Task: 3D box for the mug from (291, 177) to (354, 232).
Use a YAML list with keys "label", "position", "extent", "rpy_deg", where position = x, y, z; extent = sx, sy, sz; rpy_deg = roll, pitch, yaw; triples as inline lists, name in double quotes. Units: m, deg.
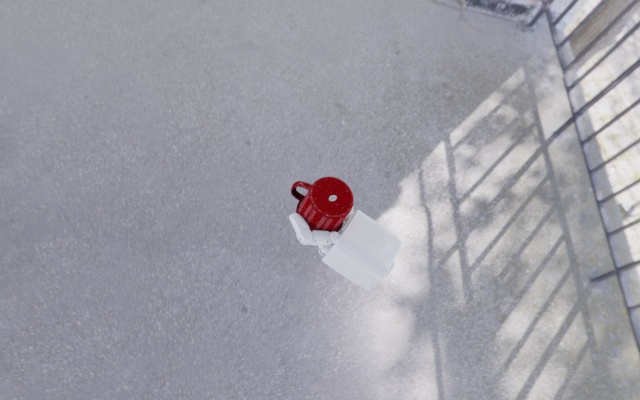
- label: "mug"
  position: [-0.001, 0.002, 0.854]
  extent: [0.117, 0.093, 0.081]
  rpy_deg: [34, -30, 1]
